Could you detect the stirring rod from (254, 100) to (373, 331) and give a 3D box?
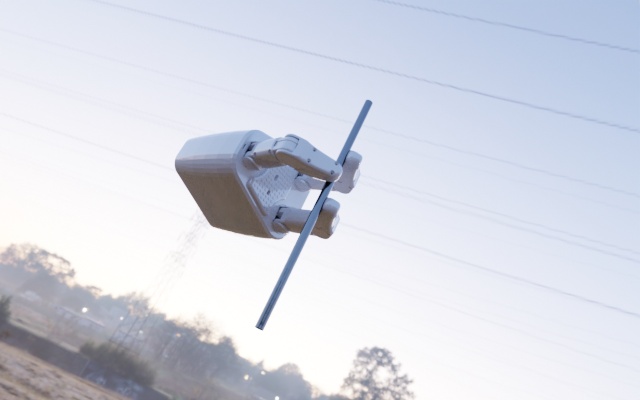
[{"bbox_3d":[0.000,0.001,0.420,0.011,0.239,0.011,21,-25,11],"label":"stirring rod"}]
